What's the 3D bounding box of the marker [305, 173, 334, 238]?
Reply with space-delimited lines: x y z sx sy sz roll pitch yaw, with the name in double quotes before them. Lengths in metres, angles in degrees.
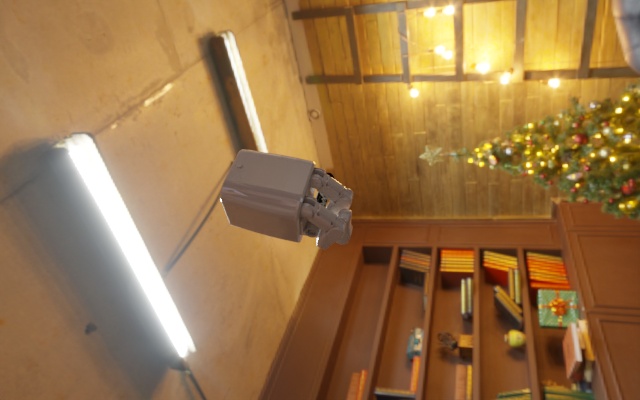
"marker" 0.000 0.002 0.681 0.020 0.020 0.121 0 44 17
